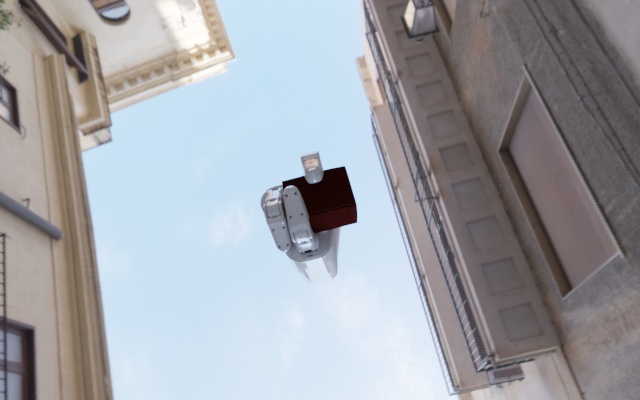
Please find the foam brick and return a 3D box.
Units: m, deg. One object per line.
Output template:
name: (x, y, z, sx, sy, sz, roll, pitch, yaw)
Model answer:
foam brick: (0.000, 0.002, 0.552, 0.078, 0.053, 0.051, -13, -28, 2)
